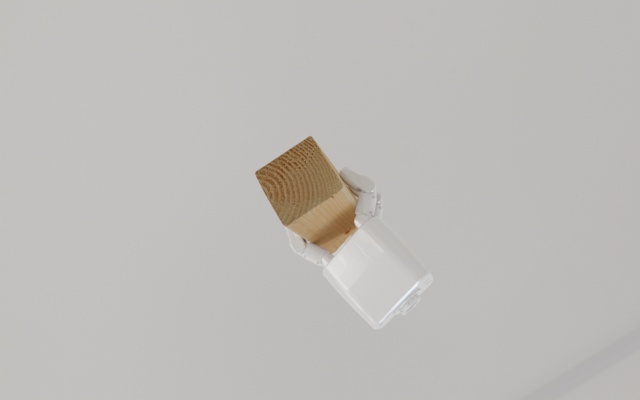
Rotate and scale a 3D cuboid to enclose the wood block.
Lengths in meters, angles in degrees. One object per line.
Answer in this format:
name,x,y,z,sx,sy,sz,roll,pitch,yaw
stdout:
wood block,0.000,0.003,0.688,0.091,0.090,0.206,-33,-23,5
